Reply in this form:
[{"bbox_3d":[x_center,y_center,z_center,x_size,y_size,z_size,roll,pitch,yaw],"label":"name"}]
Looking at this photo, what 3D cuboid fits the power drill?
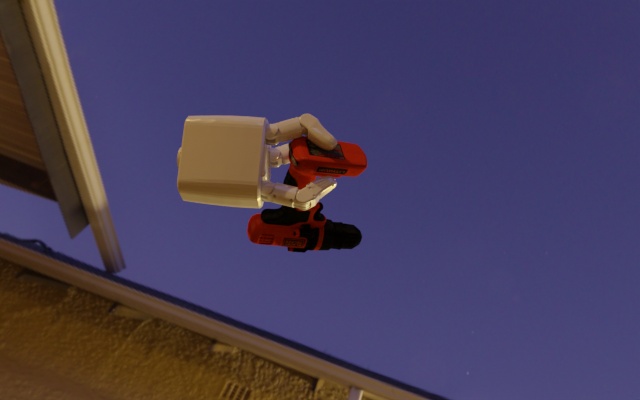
[{"bbox_3d":[0.000,0.002,0.695,0.184,0.188,0.057,5,40,-22],"label":"power drill"}]
